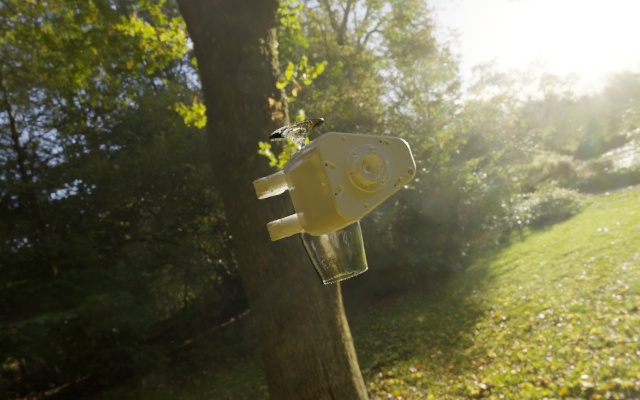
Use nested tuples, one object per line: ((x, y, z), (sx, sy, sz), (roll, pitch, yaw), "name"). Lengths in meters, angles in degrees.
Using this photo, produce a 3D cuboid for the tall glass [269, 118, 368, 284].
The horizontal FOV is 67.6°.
((0.000, 0.001, 0.610), (0.079, 0.201, 0.079), (-18, -3, -1), "tall glass")
